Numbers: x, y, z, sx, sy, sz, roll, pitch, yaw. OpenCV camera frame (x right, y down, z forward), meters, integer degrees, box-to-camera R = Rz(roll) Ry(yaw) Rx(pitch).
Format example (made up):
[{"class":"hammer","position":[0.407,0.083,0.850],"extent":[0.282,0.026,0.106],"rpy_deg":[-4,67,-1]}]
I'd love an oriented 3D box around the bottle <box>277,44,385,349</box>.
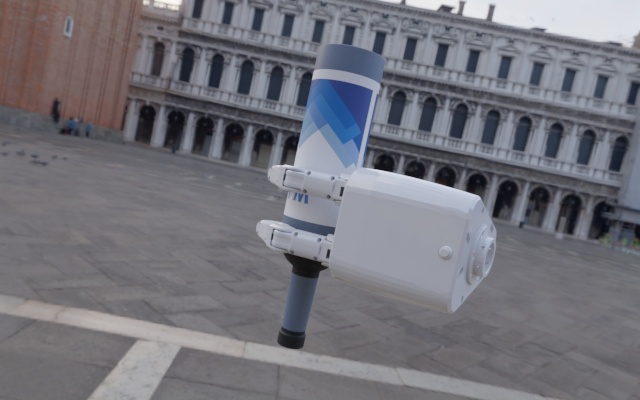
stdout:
[{"class":"bottle","position":[0.000,0.001,0.474],"extent":[0.069,0.296,0.069],"rpy_deg":[12,3,-1]}]
